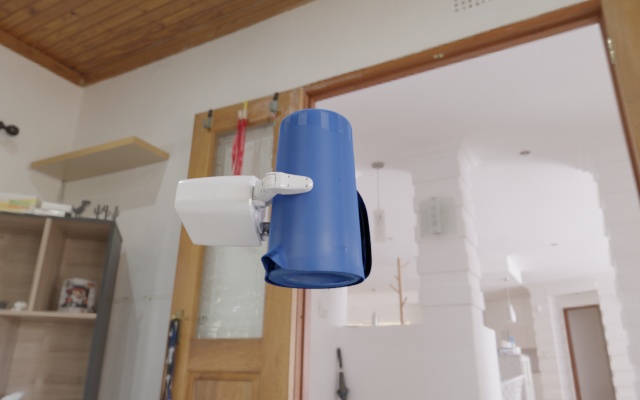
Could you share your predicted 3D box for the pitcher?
[{"bbox_3d":[0.000,0.002,0.678,0.145,0.242,0.149,-1,-20,4],"label":"pitcher"}]
